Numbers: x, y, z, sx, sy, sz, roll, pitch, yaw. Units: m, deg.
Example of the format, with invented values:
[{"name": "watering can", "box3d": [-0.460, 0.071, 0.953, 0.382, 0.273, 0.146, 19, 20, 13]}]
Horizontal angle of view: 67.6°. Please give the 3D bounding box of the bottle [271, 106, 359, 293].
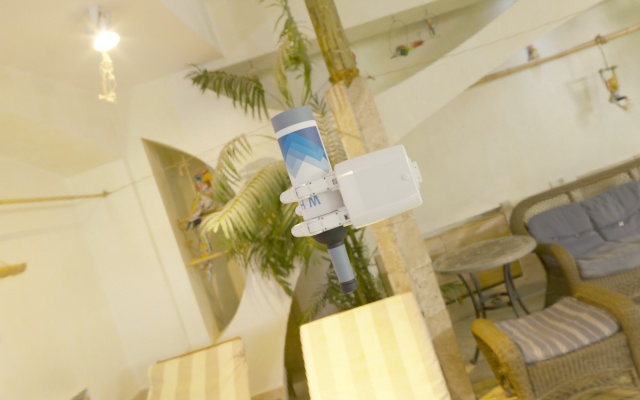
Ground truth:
[{"name": "bottle", "box3d": [0.000, 0.002, 0.751, 0.069, 0.295, 0.069, -19, 1, 0]}]
